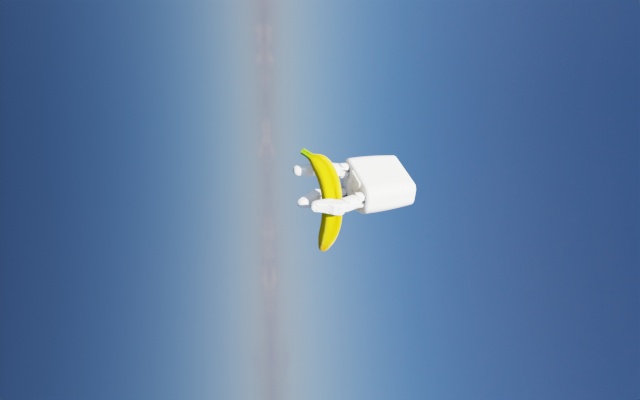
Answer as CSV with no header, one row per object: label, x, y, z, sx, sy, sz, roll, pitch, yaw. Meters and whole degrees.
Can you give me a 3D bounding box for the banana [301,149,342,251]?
banana,0.011,0.001,0.872,0.037,0.198,0.069,-17,13,-36
